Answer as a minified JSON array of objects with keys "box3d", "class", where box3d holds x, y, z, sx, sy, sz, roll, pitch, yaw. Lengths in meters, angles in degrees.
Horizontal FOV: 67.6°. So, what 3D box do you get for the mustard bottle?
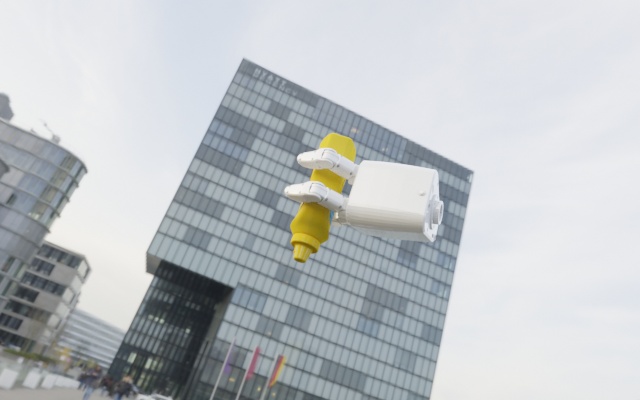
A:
[{"box3d":[0.000,0.002,0.703,0.058,0.191,0.096,19,-25,1],"class":"mustard bottle"}]
